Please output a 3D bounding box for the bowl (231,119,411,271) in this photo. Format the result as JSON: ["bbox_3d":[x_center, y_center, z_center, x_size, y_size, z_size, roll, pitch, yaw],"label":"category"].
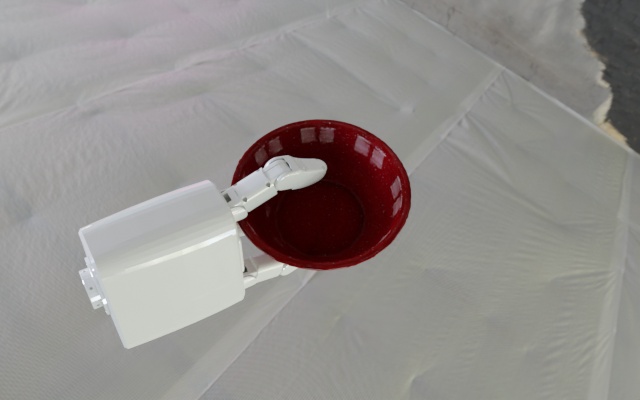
[{"bbox_3d":[0.001,0.001,0.449,0.162,0.162,0.055,0,-32,-1],"label":"bowl"}]
